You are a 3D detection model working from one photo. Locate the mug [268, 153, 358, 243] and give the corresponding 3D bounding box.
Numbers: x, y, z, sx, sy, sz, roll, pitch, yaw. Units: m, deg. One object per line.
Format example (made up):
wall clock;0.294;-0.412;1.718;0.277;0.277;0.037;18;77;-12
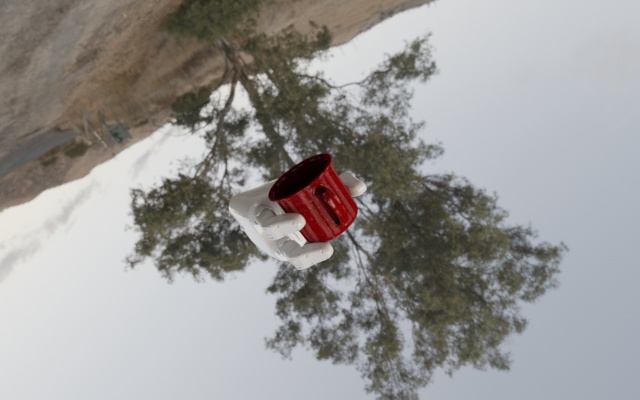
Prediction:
mug;0.001;0.002;0.592;0.093;0.081;0.117;-42;24;-16
